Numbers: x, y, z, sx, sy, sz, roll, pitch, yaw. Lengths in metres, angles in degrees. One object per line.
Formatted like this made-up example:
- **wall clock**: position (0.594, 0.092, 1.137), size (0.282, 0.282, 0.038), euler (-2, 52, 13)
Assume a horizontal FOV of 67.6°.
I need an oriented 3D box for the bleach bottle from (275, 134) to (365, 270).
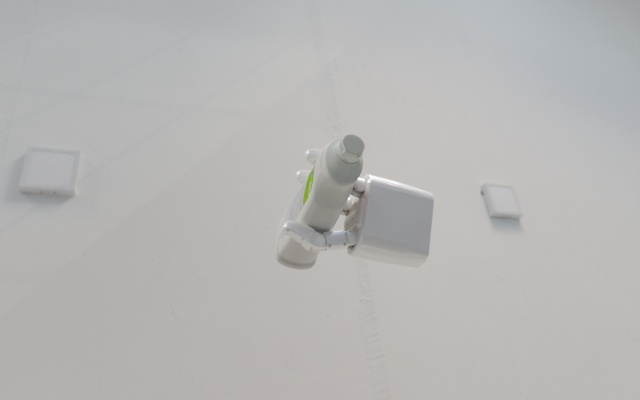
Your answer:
- **bleach bottle**: position (0.000, 0.002, 0.659), size (0.068, 0.102, 0.251), euler (13, -33, -13)
